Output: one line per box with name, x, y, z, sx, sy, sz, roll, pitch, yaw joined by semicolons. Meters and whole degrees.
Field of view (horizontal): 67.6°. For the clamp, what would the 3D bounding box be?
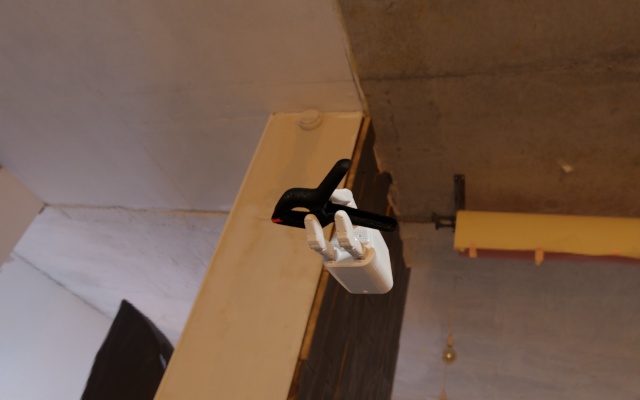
clamp;0.000;0.002;0.764;0.210;0.036;0.165;-6;-42;30
